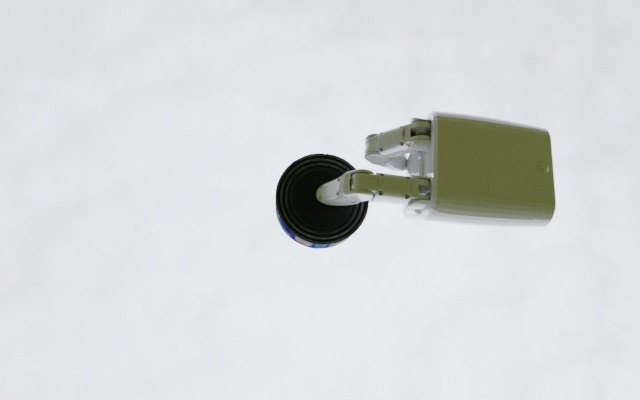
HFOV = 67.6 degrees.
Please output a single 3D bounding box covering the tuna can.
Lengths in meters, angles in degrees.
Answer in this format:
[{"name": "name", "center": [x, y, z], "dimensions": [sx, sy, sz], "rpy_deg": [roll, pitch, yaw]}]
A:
[{"name": "tuna can", "center": [0.000, 0.002, 0.448], "dimensions": [0.086, 0.086, 0.034], "rpy_deg": [0, -15, -7]}]
